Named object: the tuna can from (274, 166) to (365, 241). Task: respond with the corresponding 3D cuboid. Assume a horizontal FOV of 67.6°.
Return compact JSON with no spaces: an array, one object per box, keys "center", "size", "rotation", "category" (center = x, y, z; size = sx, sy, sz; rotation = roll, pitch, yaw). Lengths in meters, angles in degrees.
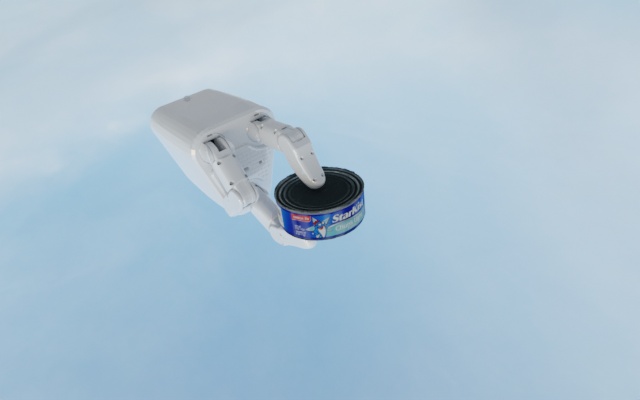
[{"center":[0.000,0.002,0.458],"size":[0.086,0.034,0.086],"rotation":[-5,31,3],"category":"tuna can"}]
